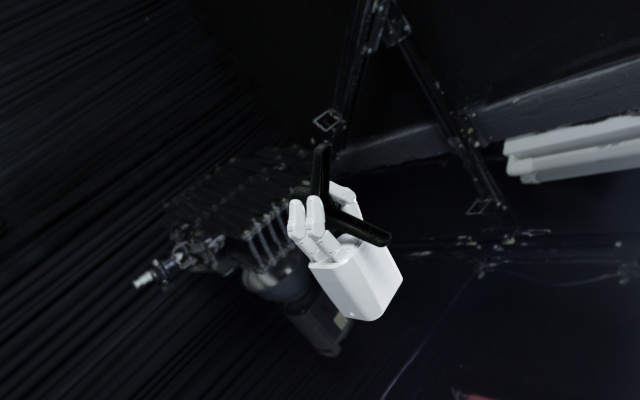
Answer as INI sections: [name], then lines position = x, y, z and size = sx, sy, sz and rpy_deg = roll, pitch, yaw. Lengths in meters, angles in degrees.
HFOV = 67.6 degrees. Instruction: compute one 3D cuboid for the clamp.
[clamp]
position = 0.001, 0.002, 0.713
size = 0.036, 0.164, 0.210
rpy_deg = -36, 13, -30
